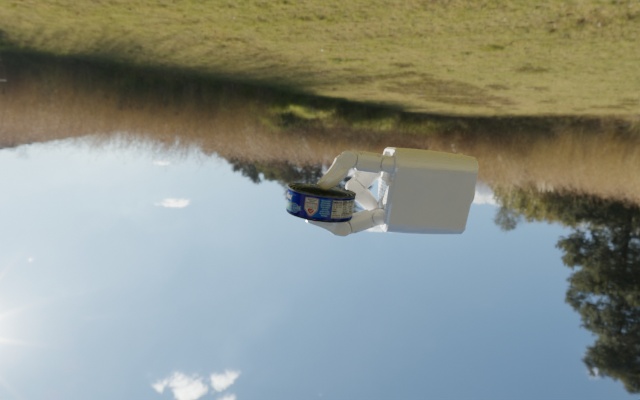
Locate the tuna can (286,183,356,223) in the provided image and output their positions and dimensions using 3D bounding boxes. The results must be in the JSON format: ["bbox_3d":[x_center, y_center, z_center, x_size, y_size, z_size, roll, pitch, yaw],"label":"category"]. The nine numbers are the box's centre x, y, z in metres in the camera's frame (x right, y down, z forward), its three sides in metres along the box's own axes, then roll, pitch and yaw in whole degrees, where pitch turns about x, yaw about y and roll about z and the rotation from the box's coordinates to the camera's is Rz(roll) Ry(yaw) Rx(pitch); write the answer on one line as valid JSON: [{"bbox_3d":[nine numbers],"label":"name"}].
[{"bbox_3d":[0.000,0.003,0.598,0.086,0.034,0.086,7,10,-1],"label":"tuna can"}]
